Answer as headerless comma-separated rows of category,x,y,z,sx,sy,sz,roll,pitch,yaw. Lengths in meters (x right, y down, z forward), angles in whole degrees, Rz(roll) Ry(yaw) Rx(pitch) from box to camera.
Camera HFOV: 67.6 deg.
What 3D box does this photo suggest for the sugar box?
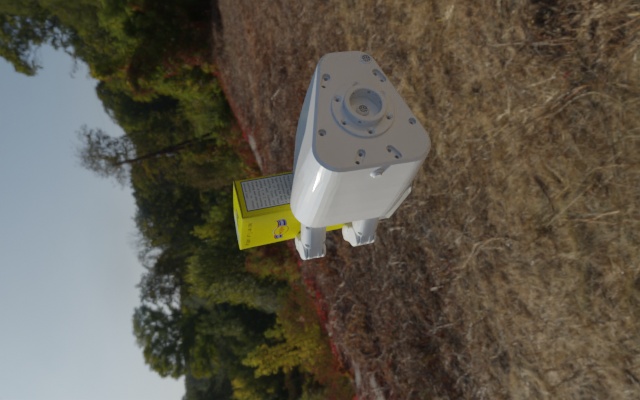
sugar box,0.000,0.002,0.495,0.176,0.048,0.093,-9,-22,-14
